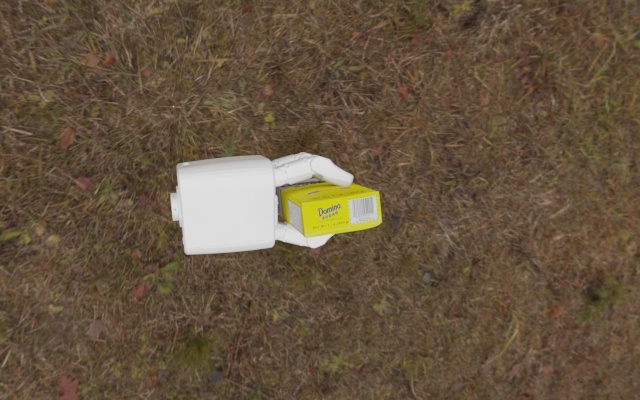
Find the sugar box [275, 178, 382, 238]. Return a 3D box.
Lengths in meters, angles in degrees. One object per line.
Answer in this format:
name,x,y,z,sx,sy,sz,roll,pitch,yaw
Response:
sugar box,0.000,0.001,0.602,0.093,0.048,0.176,-8,13,-16
